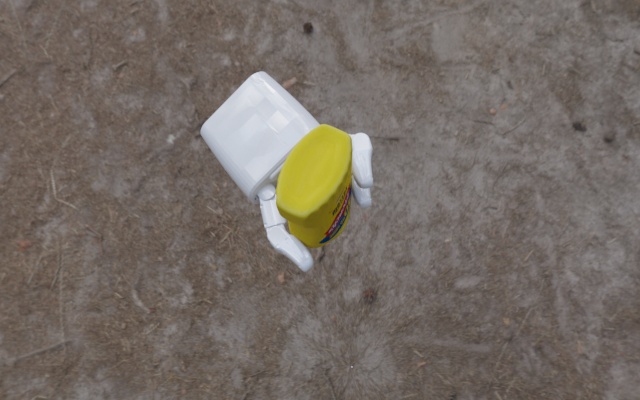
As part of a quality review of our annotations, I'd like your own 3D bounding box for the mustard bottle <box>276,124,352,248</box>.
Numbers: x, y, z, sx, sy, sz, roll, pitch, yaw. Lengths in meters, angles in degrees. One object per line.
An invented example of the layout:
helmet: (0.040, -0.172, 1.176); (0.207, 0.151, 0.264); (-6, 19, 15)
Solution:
mustard bottle: (0.000, 0.002, 0.520); (0.058, 0.096, 0.192); (24, -16, 12)
